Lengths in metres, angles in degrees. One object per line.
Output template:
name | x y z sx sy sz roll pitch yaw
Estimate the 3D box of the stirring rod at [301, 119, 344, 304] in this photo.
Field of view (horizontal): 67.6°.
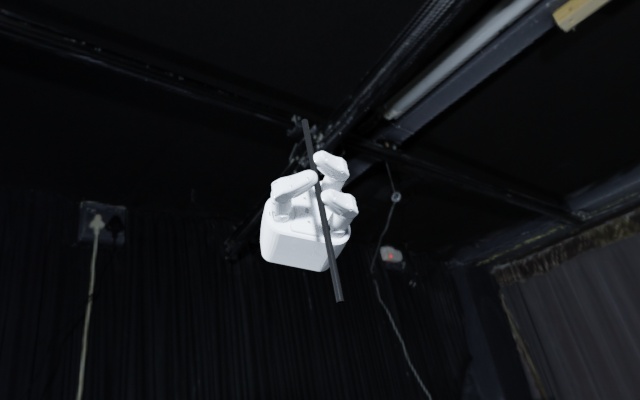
stirring rod | 0.000 0.002 0.551 0.011 0.239 0.011 -9 -29 -5
